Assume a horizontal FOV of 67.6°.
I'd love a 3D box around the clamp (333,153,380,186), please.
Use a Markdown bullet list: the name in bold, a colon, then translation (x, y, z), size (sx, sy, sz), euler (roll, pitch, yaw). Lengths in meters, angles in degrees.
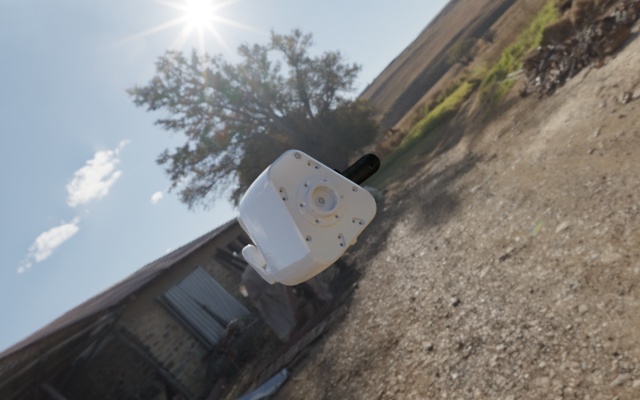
- **clamp**: translation (0.000, 0.002, 0.588), size (0.171, 0.039, 0.120), euler (-47, 5, -30)
